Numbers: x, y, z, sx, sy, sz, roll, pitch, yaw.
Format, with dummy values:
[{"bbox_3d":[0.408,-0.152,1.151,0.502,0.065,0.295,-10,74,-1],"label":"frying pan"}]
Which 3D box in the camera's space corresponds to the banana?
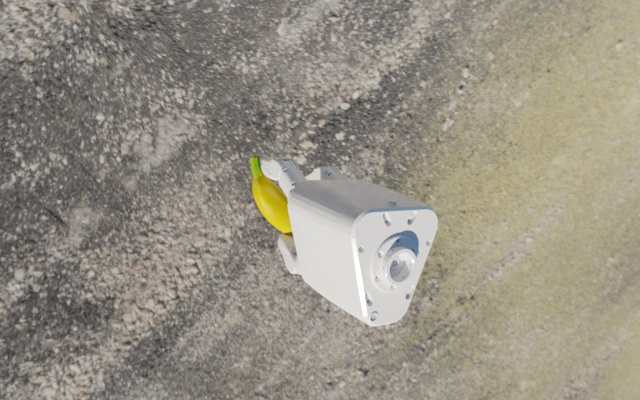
[{"bbox_3d":[-0.009,0.018,0.579,0.198,0.069,0.037,28,-11,-34],"label":"banana"}]
